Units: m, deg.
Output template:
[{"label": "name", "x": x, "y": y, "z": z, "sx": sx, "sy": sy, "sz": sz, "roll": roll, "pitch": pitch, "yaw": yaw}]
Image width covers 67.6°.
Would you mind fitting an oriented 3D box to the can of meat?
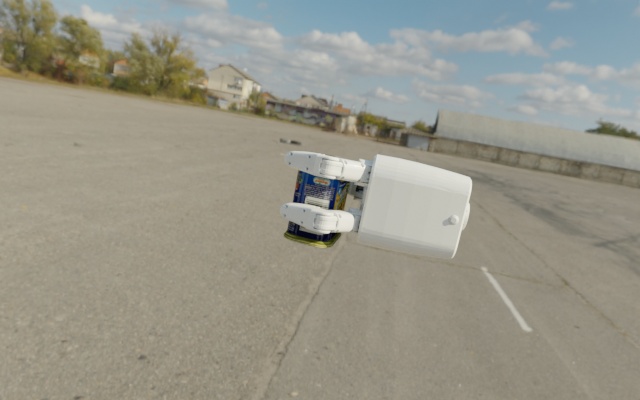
[{"label": "can of meat", "x": 0.000, "y": 0.001, "z": 0.561, "sx": 0.057, "sy": 0.084, "sz": 0.102, "roll": 13, "pitch": 9, "yaw": 10}]
